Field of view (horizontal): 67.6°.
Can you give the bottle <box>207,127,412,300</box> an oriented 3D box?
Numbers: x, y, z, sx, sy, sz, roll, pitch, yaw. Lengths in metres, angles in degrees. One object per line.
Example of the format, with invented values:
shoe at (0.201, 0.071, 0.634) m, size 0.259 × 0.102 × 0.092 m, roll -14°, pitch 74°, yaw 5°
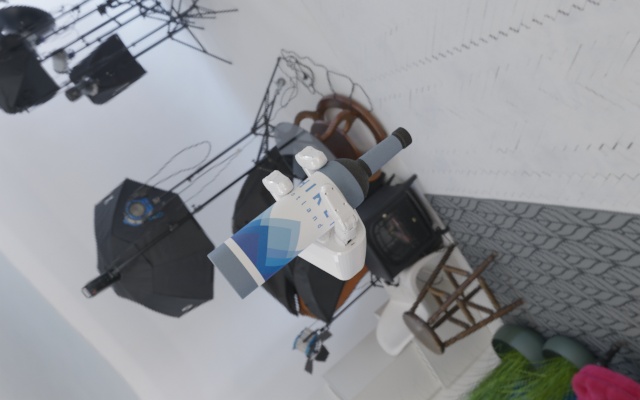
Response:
bottle at (0.000, 0.002, 0.593) m, size 0.295 × 0.069 × 0.069 m, roll -38°, pitch 11°, yaw -15°
